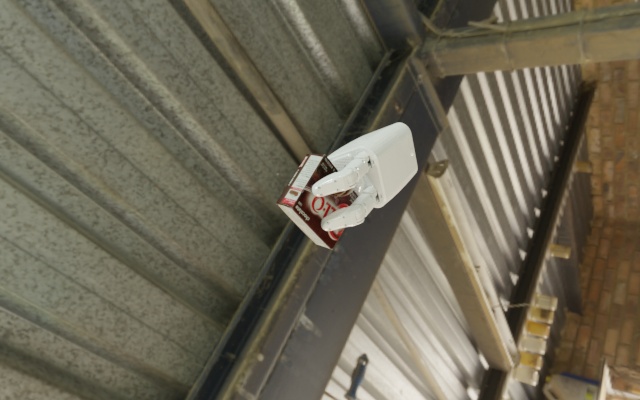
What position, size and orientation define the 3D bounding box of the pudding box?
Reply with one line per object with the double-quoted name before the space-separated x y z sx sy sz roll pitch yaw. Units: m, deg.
"pudding box" 0.000 0.002 0.668 0.039 0.090 0.113 11 -27 43
